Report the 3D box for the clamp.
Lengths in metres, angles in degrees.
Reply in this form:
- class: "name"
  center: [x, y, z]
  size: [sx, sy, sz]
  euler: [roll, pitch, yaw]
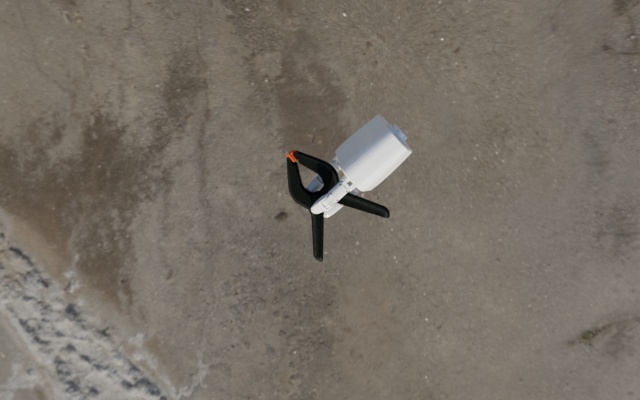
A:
- class: "clamp"
  center: [0.000, 0.003, 0.873]
  size: [0.164, 0.210, 0.036]
  euler: [-42, 9, 12]
